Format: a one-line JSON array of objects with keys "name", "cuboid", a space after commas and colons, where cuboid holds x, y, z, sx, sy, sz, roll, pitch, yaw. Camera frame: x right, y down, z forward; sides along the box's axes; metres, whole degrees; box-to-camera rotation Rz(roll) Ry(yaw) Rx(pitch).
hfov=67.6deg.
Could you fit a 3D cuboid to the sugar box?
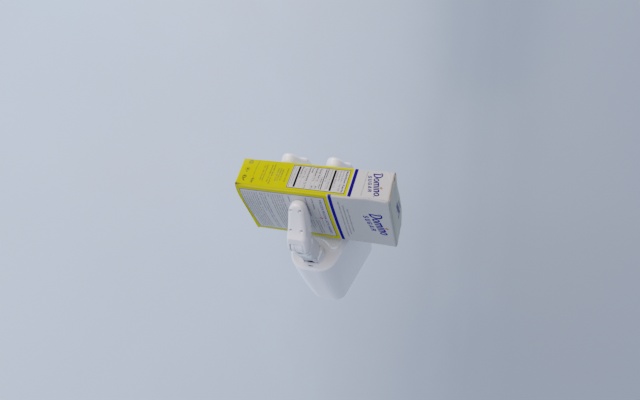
[{"name": "sugar box", "cuboid": [0.000, 0.001, 0.539, 0.176, 0.048, 0.093, 5, -33, 17]}]
